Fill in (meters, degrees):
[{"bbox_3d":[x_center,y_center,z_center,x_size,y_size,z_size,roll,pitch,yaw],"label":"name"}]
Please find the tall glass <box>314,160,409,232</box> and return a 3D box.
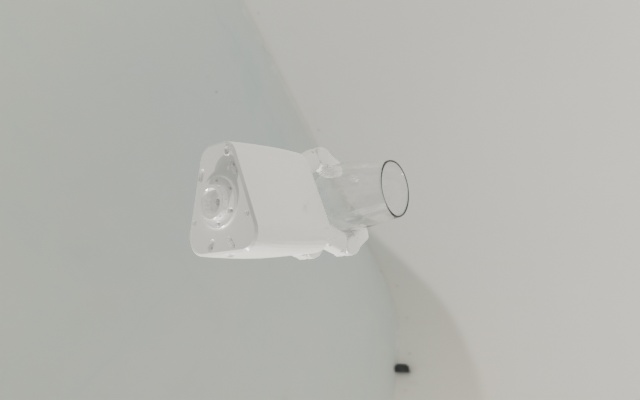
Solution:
[{"bbox_3d":[0.000,0.002,0.562,0.201,0.079,0.079,-10,-6,36],"label":"tall glass"}]
